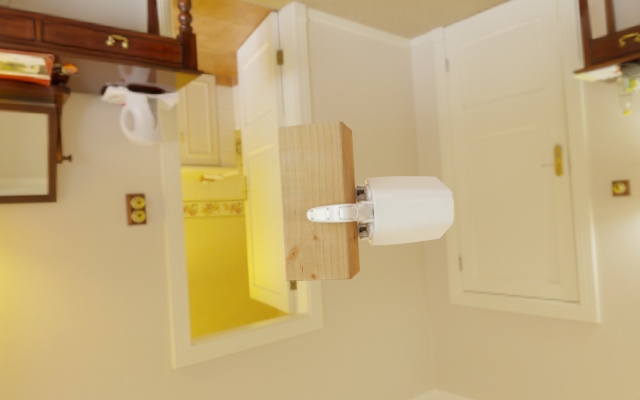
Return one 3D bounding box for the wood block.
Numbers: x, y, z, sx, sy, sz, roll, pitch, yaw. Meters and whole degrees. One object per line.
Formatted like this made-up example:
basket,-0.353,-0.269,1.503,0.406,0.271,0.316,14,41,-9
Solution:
wood block,0.000,0.002,0.667,0.090,0.206,0.091,-4,-2,13
